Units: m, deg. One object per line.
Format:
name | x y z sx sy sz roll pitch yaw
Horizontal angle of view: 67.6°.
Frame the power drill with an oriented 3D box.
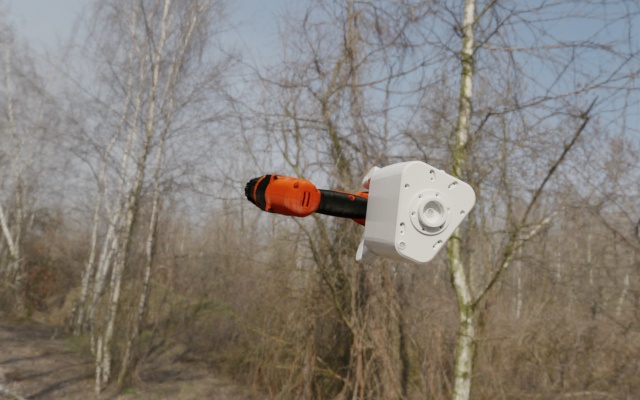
power drill | 0.001 0.002 0.667 0.187 0.057 0.184 8 3 -27
